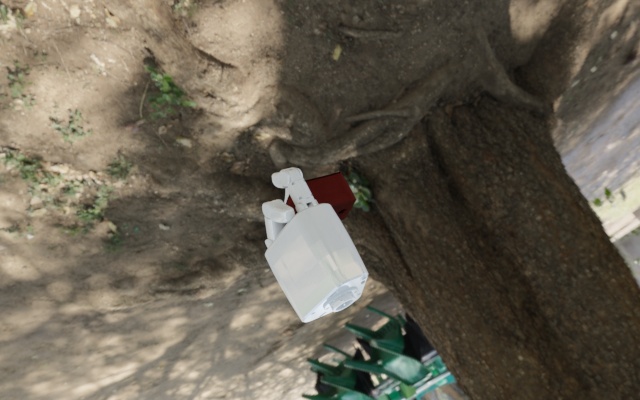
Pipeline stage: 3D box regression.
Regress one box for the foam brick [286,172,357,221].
[{"bbox_3d":[0.000,0.002,0.660,0.078,0.051,0.053,-16,-29,-30],"label":"foam brick"}]
